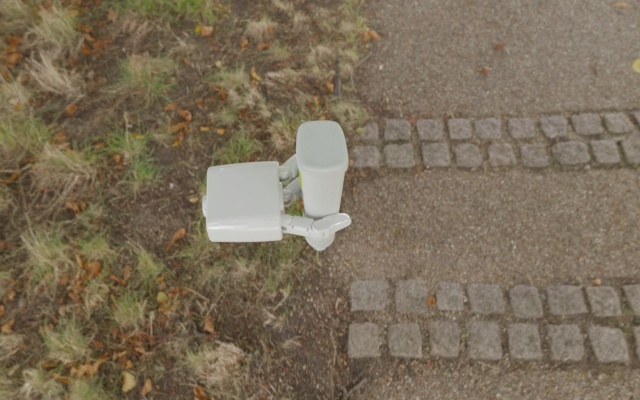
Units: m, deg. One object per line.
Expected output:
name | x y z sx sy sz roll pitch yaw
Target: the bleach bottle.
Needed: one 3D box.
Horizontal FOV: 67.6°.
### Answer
bleach bottle | 0.000 0.002 0.732 0.068 0.102 0.251 -3 -39 -3
